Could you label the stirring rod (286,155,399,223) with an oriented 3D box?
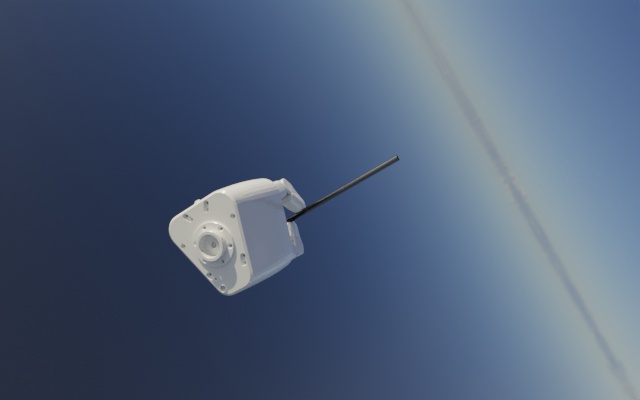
[{"bbox_3d":[0.000,0.002,0.646,0.239,0.011,0.011,-30,-11,20],"label":"stirring rod"}]
